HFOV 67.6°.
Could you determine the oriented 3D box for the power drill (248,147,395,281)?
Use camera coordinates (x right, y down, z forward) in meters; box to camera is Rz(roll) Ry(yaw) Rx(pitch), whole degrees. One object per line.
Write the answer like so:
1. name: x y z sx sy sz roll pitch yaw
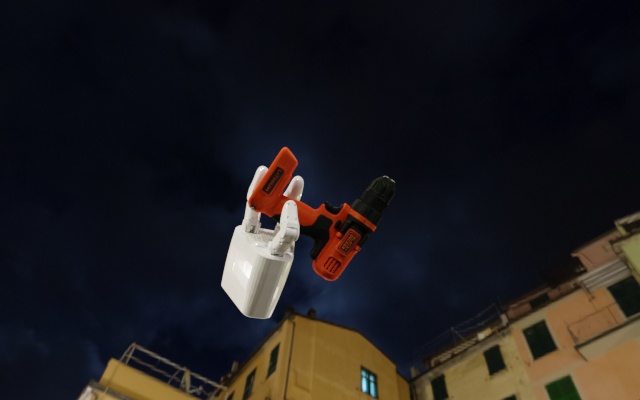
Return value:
1. power drill: 0.000 0.002 0.725 0.187 0.184 0.057 35 -4 -6
